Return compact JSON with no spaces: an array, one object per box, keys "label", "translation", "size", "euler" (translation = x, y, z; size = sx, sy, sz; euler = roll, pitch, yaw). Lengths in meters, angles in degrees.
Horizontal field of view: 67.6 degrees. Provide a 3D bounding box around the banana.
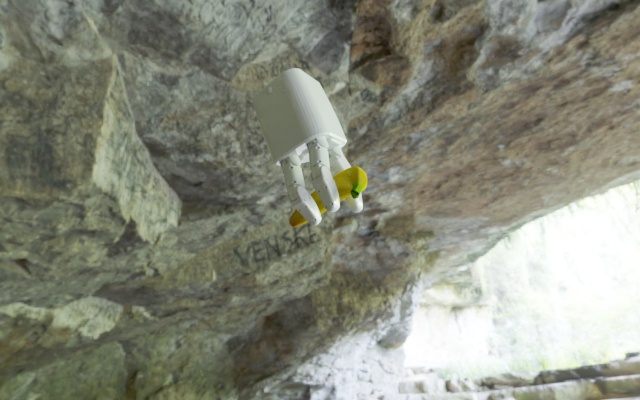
[{"label":"banana","translation":[0.014,-0.008,0.688],"size":[0.069,0.037,0.198],"euler":[-38,3,-31]}]
